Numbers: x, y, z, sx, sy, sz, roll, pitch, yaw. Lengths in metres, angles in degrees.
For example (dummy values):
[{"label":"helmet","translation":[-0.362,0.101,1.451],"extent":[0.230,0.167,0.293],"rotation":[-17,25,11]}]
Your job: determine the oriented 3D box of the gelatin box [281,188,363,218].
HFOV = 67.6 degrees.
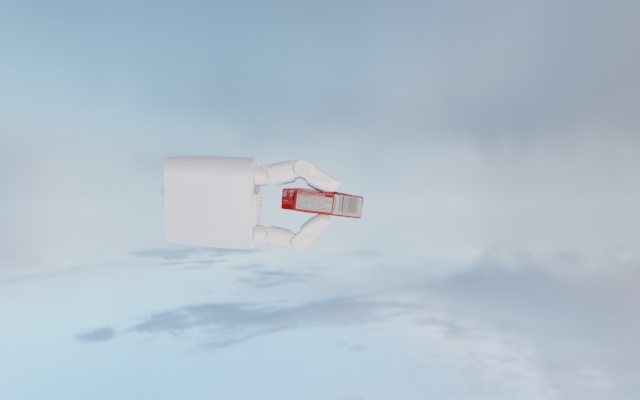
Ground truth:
[{"label":"gelatin box","translation":[0.000,0.002,0.604],"extent":[0.089,0.030,0.073],"rotation":[7,-1,-15]}]
